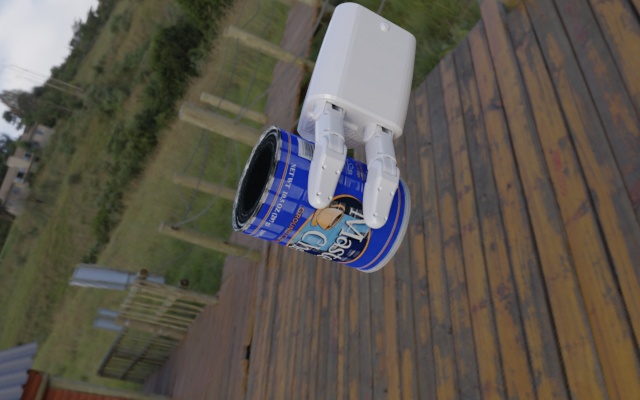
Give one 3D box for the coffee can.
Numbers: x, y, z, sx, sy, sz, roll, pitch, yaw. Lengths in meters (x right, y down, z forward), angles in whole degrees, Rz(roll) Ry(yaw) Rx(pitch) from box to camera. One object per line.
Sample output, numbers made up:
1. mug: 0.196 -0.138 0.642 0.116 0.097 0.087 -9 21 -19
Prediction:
1. coffee can: 0.000 0.002 0.460 0.140 0.103 0.103 20 -8 -22
